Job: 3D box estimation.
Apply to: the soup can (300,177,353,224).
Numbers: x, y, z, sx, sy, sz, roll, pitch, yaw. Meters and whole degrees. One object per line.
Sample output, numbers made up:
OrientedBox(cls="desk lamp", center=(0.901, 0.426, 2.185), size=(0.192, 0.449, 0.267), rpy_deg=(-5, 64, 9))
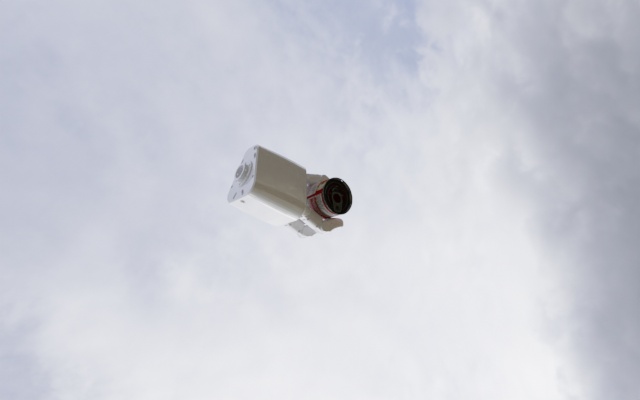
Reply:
OrientedBox(cls="soup can", center=(0.000, 0.003, 0.875), size=(0.068, 0.068, 0.102), rpy_deg=(0, -13, -39))
